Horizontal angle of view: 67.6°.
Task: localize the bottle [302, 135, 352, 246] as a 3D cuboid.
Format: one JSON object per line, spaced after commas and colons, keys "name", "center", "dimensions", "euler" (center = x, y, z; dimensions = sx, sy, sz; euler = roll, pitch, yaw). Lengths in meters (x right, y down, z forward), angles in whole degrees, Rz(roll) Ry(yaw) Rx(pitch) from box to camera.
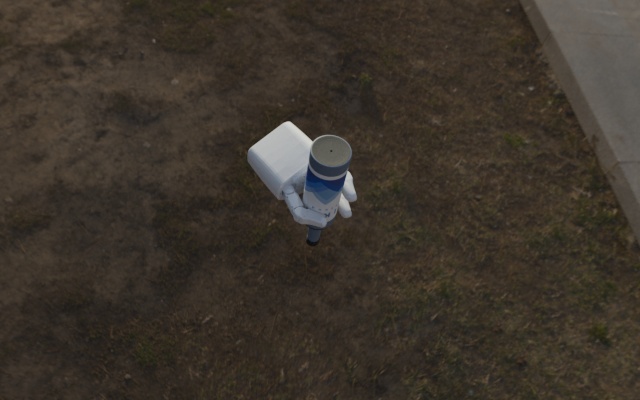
{"name": "bottle", "center": [0.000, 0.003, 0.871], "dimensions": [0.069, 0.069, 0.296], "euler": [0, -33, -8]}
